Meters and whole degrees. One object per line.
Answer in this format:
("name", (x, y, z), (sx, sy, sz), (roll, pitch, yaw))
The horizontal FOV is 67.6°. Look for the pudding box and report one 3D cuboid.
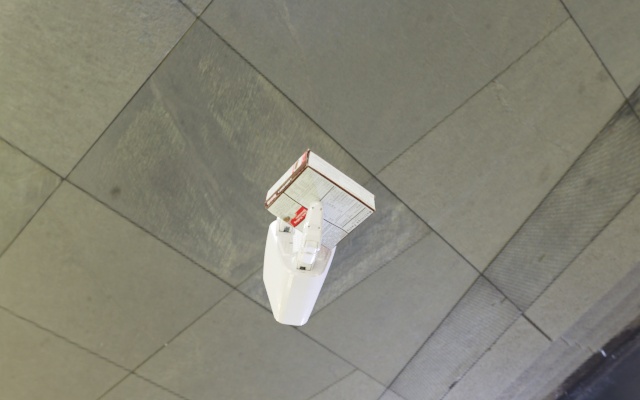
("pudding box", (0.000, 0.002, 0.604), (0.113, 0.090, 0.039), (33, 31, -23))
